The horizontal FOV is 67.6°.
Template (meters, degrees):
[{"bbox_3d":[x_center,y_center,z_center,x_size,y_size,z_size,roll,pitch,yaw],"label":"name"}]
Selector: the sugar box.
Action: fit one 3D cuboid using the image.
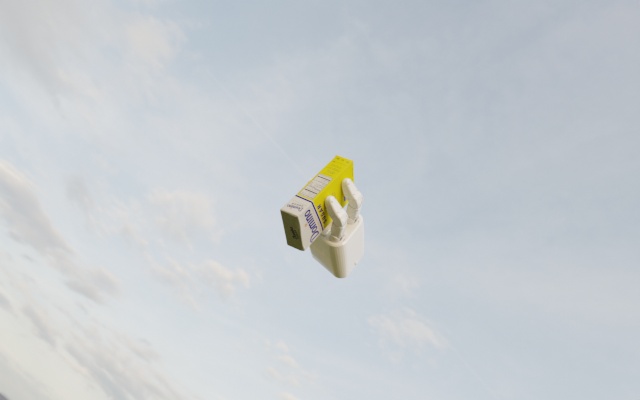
[{"bbox_3d":[0.001,0.003,0.879,0.048,0.093,0.176,20,49,27],"label":"sugar box"}]
